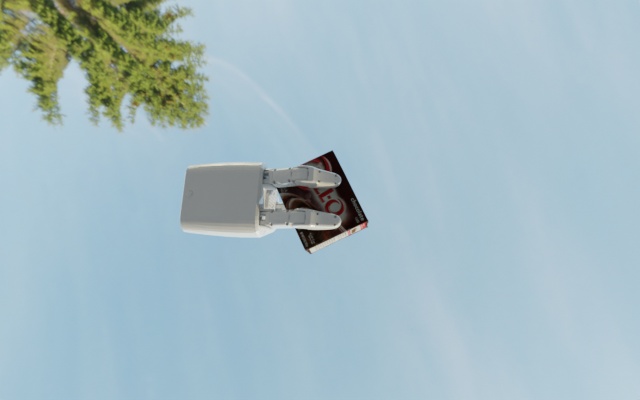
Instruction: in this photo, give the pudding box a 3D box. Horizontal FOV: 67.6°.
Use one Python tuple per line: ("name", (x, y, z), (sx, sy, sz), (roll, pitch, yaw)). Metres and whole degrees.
("pudding box", (0.000, 0.002, 0.633), (0.090, 0.113, 0.039), (-26, -16, -1))
